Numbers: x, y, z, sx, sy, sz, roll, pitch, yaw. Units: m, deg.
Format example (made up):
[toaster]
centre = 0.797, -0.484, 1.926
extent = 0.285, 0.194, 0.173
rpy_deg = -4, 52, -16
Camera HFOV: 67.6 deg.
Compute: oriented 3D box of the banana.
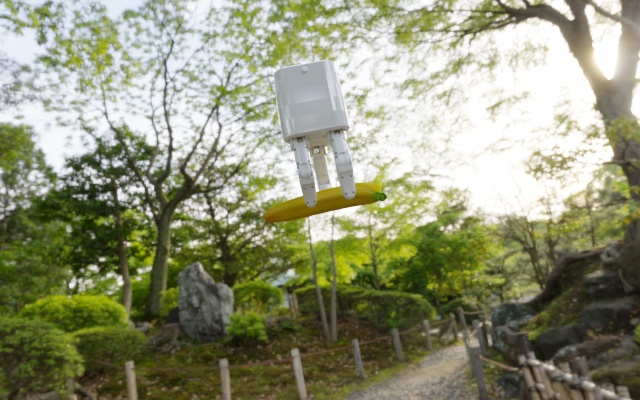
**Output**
[banana]
centre = 0.010, 0.000, 0.721
extent = 0.198, 0.037, 0.069
rpy_deg = -13, -1, 23
